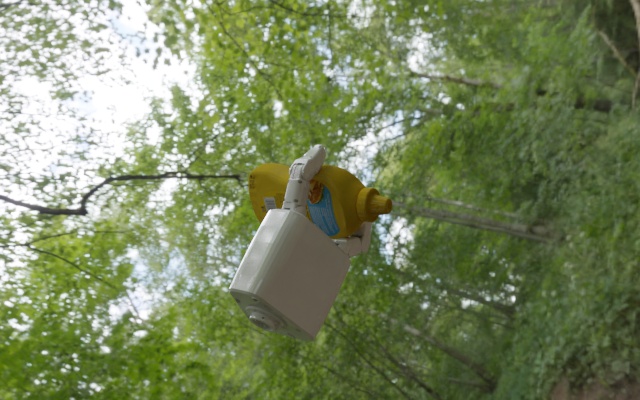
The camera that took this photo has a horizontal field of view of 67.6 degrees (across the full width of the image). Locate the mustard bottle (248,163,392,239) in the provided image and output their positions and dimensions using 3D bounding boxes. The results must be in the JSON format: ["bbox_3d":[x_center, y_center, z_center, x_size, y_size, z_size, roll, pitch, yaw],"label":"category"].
[{"bbox_3d":[0.000,0.002,0.602,0.191,0.096,0.058,4,29,35],"label":"mustard bottle"}]
